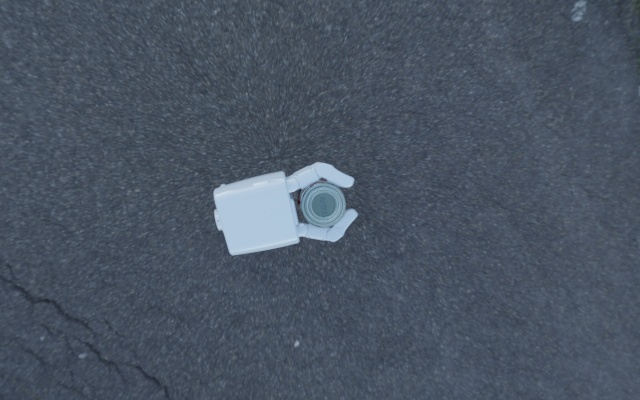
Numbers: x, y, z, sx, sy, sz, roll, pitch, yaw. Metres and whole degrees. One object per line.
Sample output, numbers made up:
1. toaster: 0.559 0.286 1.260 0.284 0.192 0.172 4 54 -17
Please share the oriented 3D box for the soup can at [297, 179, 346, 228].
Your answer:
1. soup can: 0.001 0.002 0.736 0.068 0.068 0.102 0 5 -5
